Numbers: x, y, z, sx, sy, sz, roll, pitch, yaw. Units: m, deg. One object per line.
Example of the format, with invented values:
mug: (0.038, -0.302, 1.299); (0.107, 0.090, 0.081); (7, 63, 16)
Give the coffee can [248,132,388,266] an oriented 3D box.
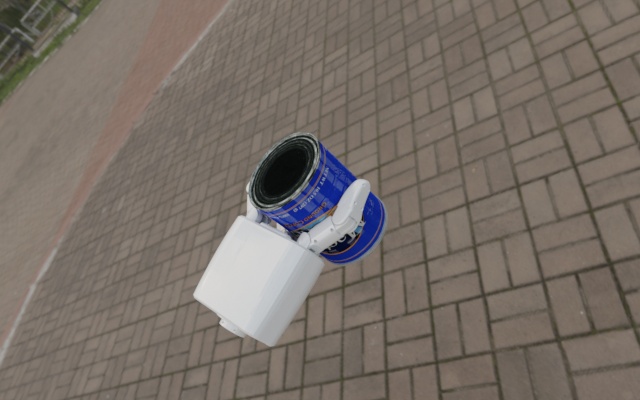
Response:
coffee can: (0.000, 0.002, 0.565); (0.103, 0.102, 0.140); (0, -31, 44)
